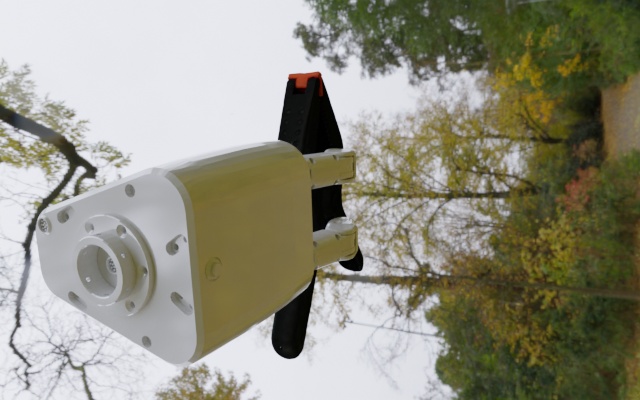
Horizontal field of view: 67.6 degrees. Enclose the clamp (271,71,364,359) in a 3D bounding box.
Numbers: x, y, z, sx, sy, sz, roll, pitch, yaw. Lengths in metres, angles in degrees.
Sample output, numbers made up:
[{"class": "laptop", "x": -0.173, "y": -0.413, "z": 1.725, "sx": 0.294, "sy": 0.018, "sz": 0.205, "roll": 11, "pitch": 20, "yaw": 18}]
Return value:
[{"class": "clamp", "x": -0.001, "y": 0.001, "z": 0.403, "sx": 0.036, "sy": 0.210, "sz": 0.164, "roll": 2, "pitch": 12, "yaw": 22}]
